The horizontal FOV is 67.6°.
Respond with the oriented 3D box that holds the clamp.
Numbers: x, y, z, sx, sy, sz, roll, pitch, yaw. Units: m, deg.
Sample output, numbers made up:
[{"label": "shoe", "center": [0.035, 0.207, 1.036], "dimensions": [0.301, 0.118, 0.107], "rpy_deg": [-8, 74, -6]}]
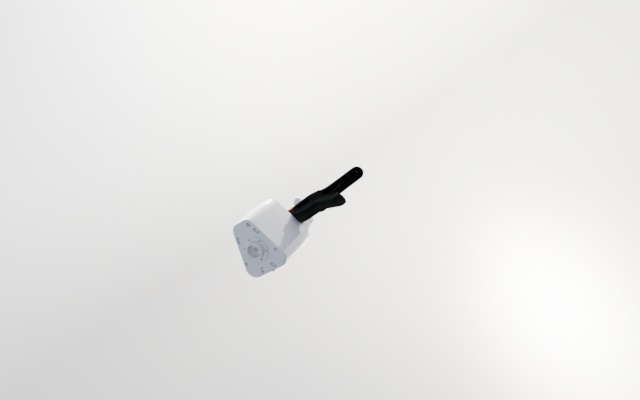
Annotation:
[{"label": "clamp", "center": [0.000, 0.002, 0.889], "dimensions": [0.171, 0.039, 0.120], "rpy_deg": [-34, 7, 27]}]
